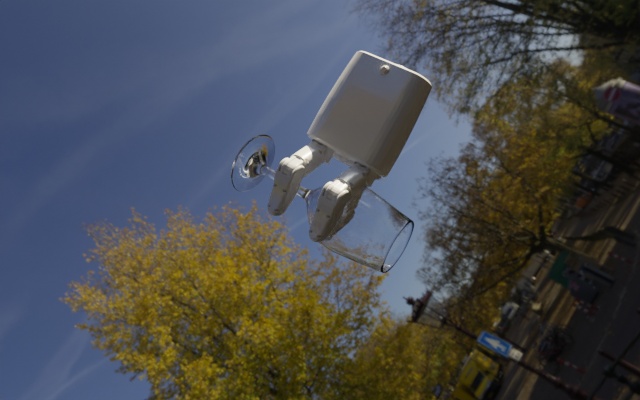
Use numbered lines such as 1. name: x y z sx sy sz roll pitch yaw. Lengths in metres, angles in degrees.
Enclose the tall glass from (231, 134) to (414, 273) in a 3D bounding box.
1. tall glass: -0.001 0.002 0.523 0.201 0.079 0.079 30 13 23
